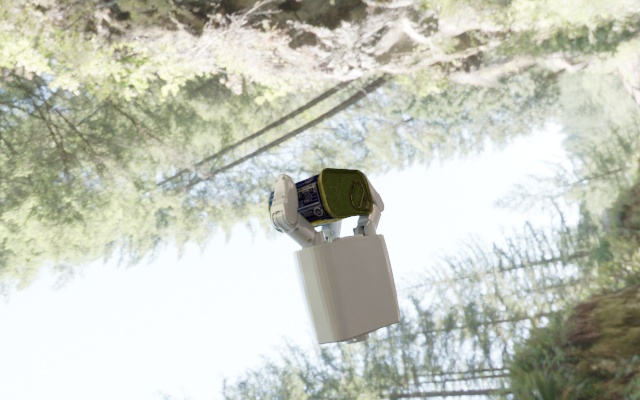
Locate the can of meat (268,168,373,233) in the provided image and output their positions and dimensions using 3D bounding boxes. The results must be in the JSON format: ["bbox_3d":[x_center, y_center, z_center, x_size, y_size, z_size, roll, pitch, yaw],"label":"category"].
[{"bbox_3d":[0.000,0.002,0.565,0.084,0.057,0.102,-19,-9,33],"label":"can of meat"}]
